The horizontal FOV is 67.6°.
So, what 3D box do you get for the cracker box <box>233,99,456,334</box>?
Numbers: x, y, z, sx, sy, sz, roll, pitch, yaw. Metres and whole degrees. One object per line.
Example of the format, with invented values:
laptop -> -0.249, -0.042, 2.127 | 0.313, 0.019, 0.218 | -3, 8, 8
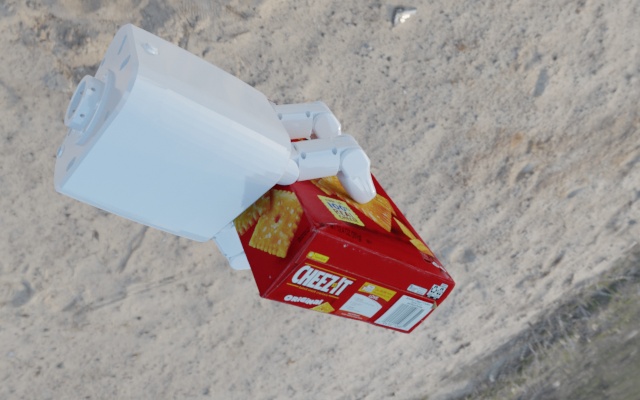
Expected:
cracker box -> 0.000, 0.002, 0.417 | 0.164, 0.072, 0.213 | 24, 24, -39
